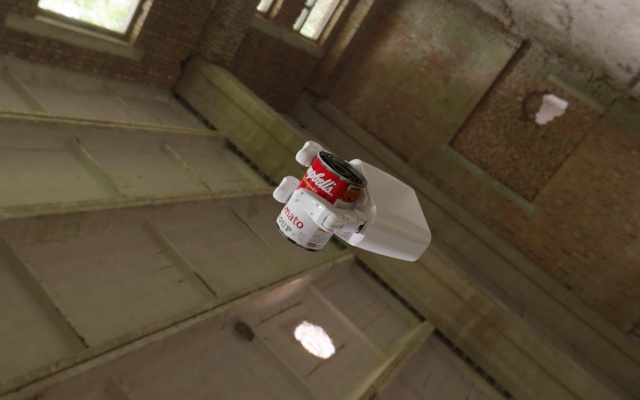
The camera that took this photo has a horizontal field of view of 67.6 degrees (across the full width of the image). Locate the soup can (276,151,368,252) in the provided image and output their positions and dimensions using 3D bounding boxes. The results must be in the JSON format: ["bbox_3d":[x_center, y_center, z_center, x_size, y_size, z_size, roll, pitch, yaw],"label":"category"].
[{"bbox_3d":[0.000,0.002,0.572,0.068,0.102,0.068,30,19,-12],"label":"soup can"}]
